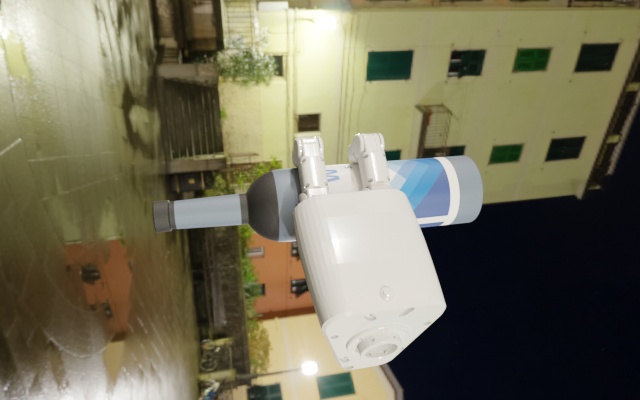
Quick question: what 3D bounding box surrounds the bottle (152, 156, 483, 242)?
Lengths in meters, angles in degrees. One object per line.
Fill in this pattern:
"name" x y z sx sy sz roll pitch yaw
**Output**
"bottle" 0.000 0.001 0.443 0.296 0.069 0.069 -5 1 -12
